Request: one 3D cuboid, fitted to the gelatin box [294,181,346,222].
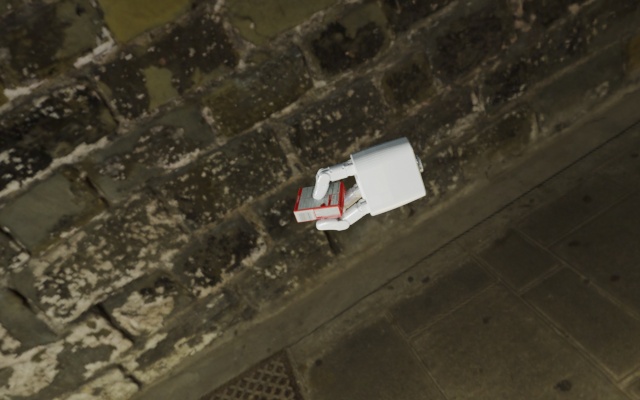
[{"bbox_3d":[0.000,0.003,0.891,0.089,0.030,0.073,-8,37,14],"label":"gelatin box"}]
